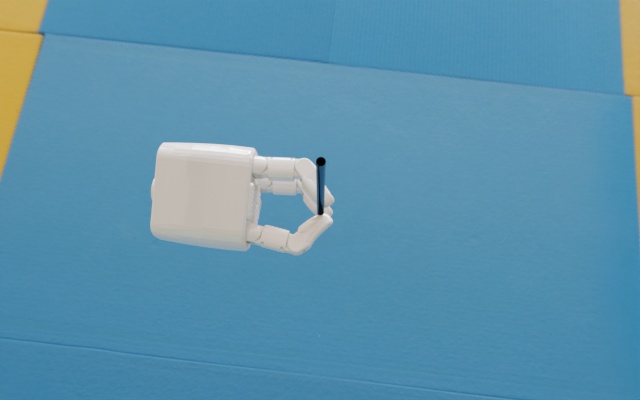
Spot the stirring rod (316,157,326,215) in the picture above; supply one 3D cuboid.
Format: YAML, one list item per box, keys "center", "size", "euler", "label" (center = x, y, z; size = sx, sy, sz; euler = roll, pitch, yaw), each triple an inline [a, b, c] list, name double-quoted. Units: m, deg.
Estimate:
- center: [0.000, 0.002, 0.498]
  size: [0.011, 0.011, 0.239]
  euler: [0, -16, 0]
  label: "stirring rod"
